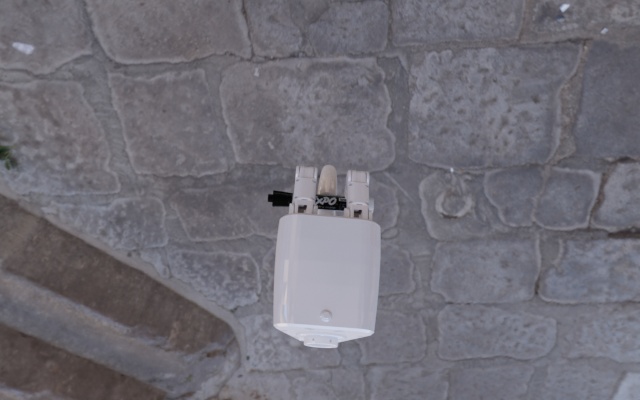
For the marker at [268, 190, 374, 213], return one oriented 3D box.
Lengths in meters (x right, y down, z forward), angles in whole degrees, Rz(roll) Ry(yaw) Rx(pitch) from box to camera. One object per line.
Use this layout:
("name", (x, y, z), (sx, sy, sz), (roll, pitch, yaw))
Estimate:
("marker", (0.000, 0.002, 0.548), (0.121, 0.020, 0.020), (4, 0, -2))
